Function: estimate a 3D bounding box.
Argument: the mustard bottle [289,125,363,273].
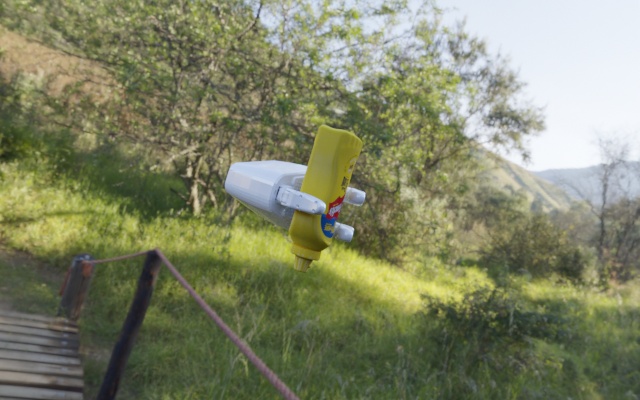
[{"bbox_3d":[0.000,0.002,0.635,0.058,0.191,0.096,18,1,15],"label":"mustard bottle"}]
